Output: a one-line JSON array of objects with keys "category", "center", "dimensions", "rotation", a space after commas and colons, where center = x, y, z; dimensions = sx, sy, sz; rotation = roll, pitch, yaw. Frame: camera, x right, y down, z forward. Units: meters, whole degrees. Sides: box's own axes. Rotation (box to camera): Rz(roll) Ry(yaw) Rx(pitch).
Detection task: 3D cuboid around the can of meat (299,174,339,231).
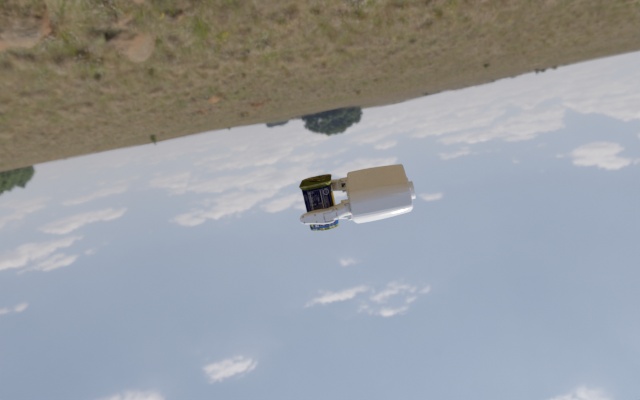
[{"category": "can of meat", "center": [0.000, 0.003, 0.866], "dimensions": [0.057, 0.084, 0.102], "rotation": [-12, 11, 4]}]
